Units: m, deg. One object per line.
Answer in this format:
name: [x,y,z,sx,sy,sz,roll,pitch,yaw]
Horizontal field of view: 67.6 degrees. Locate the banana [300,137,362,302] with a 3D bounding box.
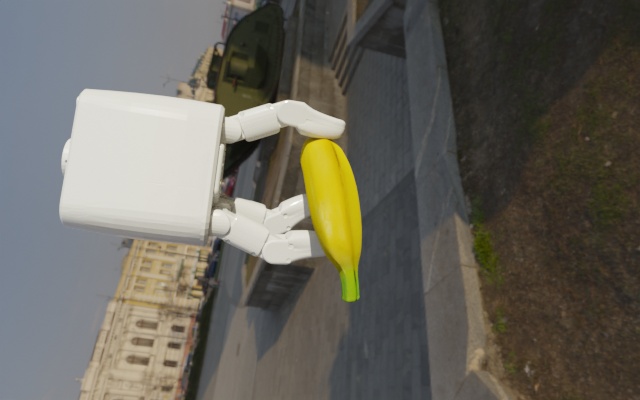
banana: [0.003,-0.012,0.390,0.037,0.070,0.197,3,35,-10]
